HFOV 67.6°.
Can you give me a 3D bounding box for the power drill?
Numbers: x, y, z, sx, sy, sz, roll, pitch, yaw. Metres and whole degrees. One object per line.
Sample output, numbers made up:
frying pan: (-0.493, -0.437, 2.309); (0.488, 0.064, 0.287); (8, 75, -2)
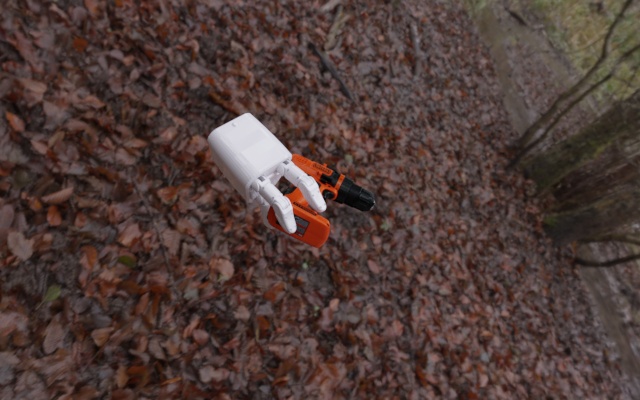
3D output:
power drill: (0.000, 0.003, 0.840); (0.184, 0.057, 0.187); (25, 32, 2)
